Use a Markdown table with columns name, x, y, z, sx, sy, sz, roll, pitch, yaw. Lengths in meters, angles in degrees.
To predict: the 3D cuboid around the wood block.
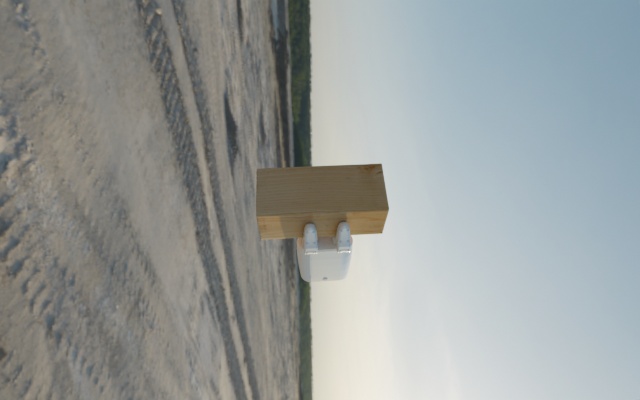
| name | x | y | z | sx | sy | sz | roll | pitch | yaw |
| --- | --- | --- | --- | --- | --- | --- | --- | --- | --- |
| wood block | 0.000 | 0.003 | 0.794 | 0.206 | 0.090 | 0.090 | -3 | -31 | -3 |
